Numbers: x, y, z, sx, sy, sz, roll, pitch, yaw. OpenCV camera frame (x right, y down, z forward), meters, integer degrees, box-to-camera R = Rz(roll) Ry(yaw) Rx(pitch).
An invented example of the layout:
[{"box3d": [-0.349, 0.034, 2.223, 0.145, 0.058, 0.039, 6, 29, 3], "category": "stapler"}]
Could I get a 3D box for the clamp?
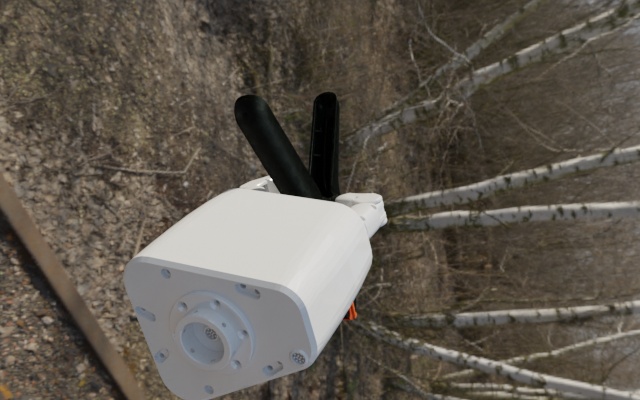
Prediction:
[{"box3d": [0.001, 0.002, 0.418, 0.036, 0.210, 0.164, -8, 16, 25], "category": "clamp"}]
